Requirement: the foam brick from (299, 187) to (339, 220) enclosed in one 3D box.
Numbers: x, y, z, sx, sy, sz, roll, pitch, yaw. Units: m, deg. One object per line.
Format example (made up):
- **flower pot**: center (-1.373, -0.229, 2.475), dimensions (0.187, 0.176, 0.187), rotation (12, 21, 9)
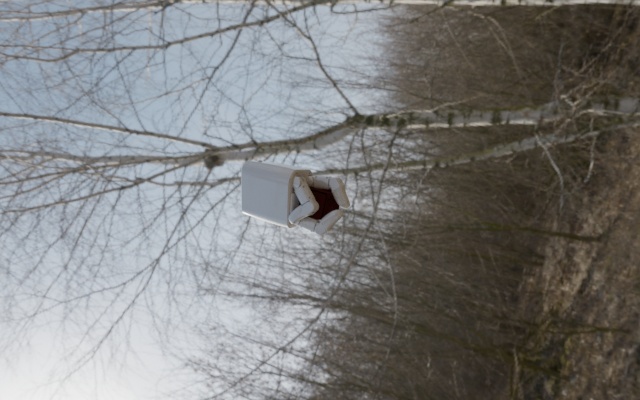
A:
- **foam brick**: center (0.000, 0.003, 0.896), dimensions (0.051, 0.053, 0.078), rotation (14, 9, 22)
